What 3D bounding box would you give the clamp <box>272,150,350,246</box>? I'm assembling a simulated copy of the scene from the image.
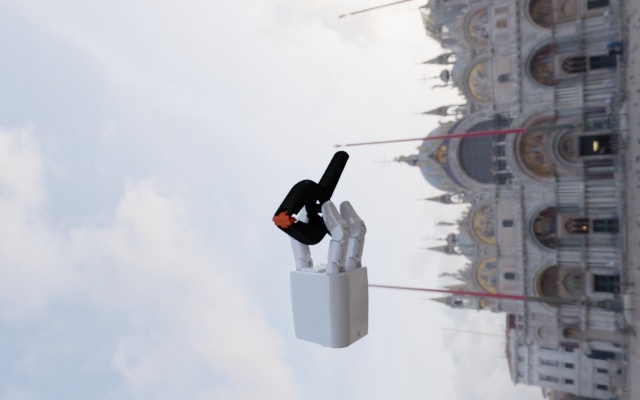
[{"bbox_3d":[-0.001,0.003,0.711,0.036,0.164,0.210,-6,-1,31],"label":"clamp"}]
